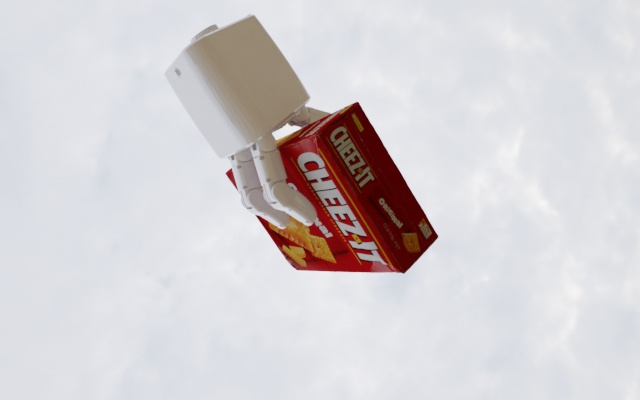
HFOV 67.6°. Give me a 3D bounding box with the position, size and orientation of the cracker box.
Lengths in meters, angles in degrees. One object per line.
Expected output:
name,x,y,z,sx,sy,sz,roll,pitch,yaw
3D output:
cracker box,0.000,0.002,0.539,0.072,0.164,0.214,-42,16,-29
